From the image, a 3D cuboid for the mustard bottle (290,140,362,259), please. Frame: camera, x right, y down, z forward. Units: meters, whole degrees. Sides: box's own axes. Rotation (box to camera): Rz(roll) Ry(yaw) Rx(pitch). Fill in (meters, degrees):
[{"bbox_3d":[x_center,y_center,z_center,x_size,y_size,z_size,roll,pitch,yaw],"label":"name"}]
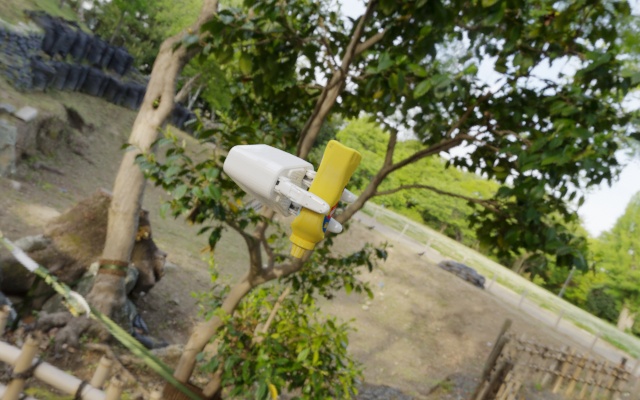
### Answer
[{"bbox_3d":[0.001,0.002,0.756,0.058,0.191,0.096,26,3,2],"label":"mustard bottle"}]
